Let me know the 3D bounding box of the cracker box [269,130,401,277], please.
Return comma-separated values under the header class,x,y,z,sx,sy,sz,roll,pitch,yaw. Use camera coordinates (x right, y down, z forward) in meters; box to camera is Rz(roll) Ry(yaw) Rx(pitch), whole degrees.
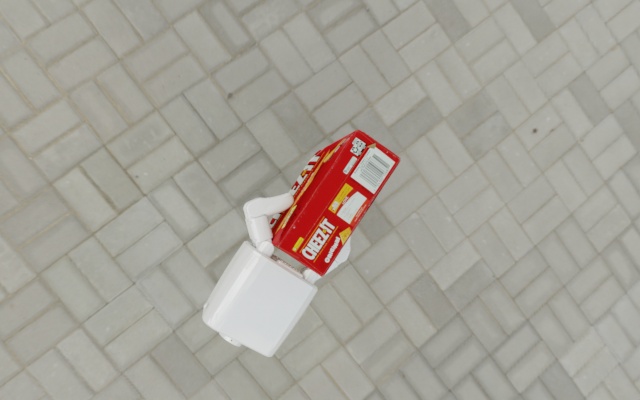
class,x,y,z,sx,sy,sz,roll,pitch,yaw
cracker box,0.000,0.002,0.630,0.072,0.164,0.213,35,-7,-10
